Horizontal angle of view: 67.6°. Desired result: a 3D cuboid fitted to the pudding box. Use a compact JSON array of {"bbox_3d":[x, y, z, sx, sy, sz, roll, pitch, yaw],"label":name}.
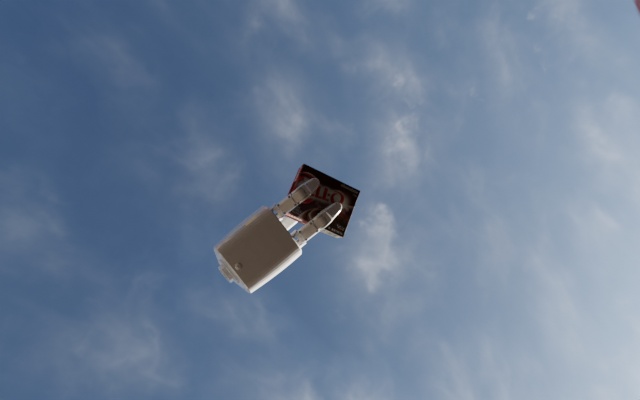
[{"bbox_3d":[0.000,0.003,0.812,0.113,0.090,0.039,26,-16,-14],"label":"pudding box"}]
